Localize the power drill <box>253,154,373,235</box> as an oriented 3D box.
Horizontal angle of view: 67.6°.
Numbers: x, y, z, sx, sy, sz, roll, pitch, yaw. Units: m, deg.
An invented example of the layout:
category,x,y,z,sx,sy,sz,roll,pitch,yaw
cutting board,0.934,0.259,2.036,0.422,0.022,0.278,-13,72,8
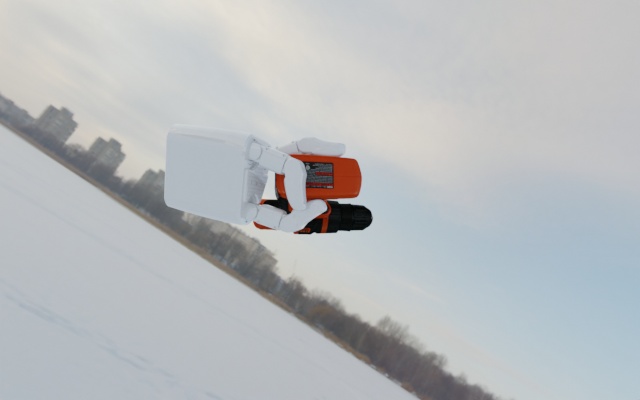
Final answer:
category,x,y,z,sx,sy,sz,roll,pitch,yaw
power drill,0.000,0.002,0.662,0.184,0.057,0.188,1,-21,-9
